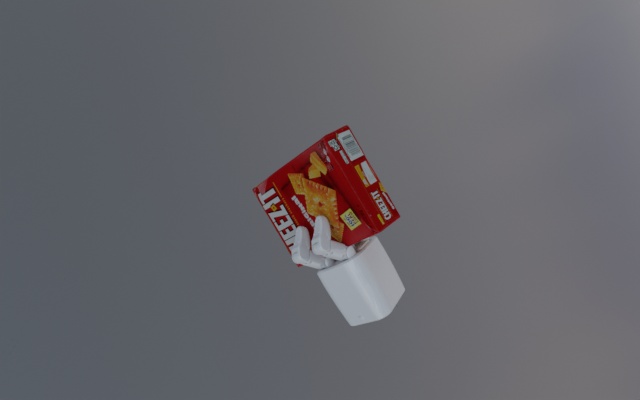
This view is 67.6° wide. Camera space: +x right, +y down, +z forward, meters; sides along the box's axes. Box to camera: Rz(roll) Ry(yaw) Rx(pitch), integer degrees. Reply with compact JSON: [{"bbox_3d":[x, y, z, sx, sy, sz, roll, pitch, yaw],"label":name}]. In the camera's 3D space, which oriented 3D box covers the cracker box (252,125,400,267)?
[{"bbox_3d":[0.000,0.002,0.777,0.072,0.164,0.214,-30,0,-44],"label":"cracker box"}]
